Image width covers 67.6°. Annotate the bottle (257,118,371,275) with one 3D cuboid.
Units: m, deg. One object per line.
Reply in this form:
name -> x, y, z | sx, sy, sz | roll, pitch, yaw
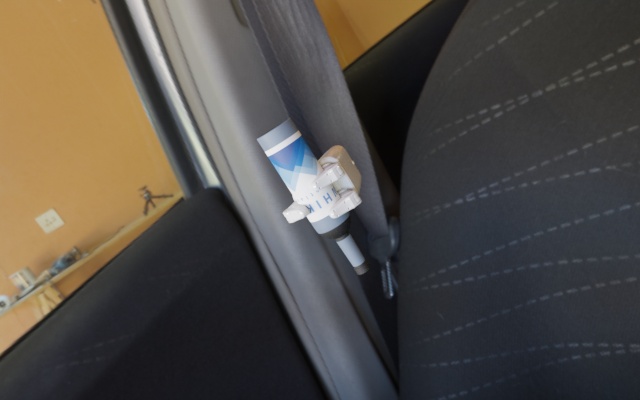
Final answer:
bottle -> 0.000, 0.002, 0.817 | 0.069, 0.296, 0.069 | -31, 12, 7
